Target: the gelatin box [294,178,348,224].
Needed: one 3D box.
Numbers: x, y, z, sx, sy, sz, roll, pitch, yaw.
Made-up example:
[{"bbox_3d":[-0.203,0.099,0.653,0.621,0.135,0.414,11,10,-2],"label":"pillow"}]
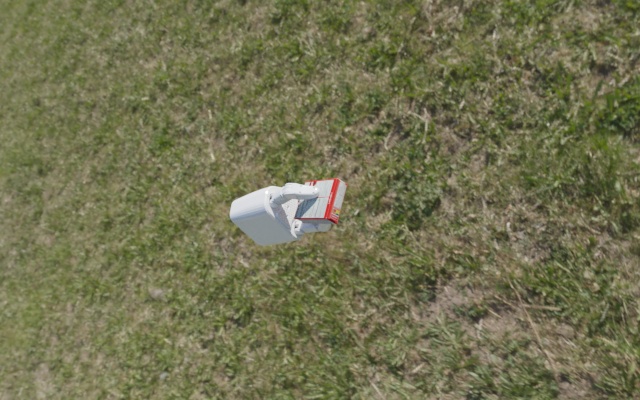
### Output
[{"bbox_3d":[0.000,0.003,0.827,0.030,0.073,0.089,28,-20,-37],"label":"gelatin box"}]
